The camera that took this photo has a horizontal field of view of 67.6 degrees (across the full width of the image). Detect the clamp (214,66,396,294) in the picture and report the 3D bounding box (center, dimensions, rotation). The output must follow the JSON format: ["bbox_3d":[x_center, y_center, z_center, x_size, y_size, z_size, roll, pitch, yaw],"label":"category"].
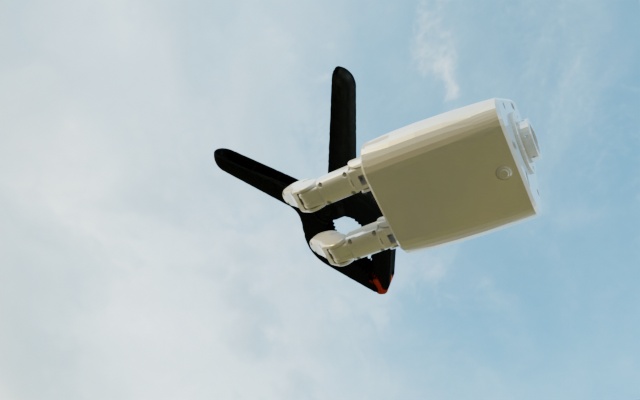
[{"bbox_3d":[0.001,0.002,0.455,0.164,0.210,0.036,-19,17,30],"label":"clamp"}]
